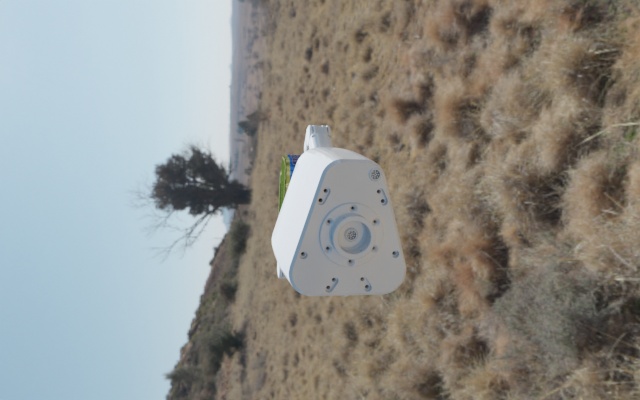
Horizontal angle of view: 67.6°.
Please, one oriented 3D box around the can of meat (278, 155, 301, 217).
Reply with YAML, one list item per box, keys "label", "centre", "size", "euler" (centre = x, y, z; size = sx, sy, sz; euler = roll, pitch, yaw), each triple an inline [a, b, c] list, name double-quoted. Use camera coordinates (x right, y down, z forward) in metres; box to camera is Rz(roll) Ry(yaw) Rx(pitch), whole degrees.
- label: "can of meat"
  centre: [0.000, 0.002, 0.504]
  size: [0.084, 0.102, 0.057]
  euler: [0, 13, -11]
